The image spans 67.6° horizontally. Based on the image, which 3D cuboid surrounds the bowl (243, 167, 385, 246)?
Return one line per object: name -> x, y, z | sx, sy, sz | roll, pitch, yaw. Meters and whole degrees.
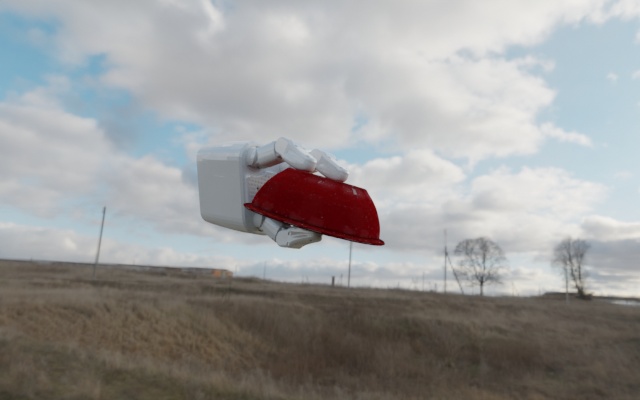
bowl -> 0.001, 0.002, 0.529 | 0.162, 0.055, 0.162 | 16, 2, -1
